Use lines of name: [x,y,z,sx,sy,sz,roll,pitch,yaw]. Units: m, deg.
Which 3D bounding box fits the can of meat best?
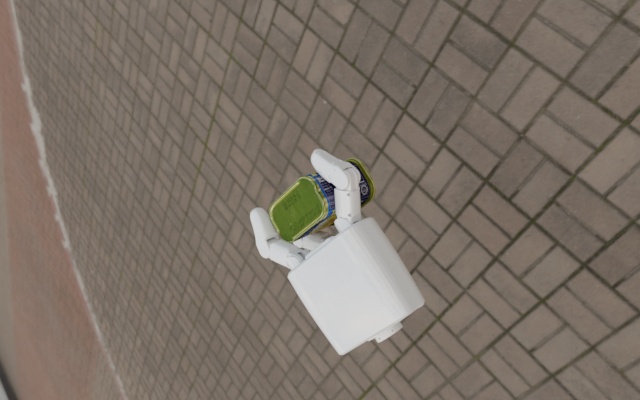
can of meat: [0.000,0.002,0.555,0.084,0.057,0.102,-21,-14,-43]
